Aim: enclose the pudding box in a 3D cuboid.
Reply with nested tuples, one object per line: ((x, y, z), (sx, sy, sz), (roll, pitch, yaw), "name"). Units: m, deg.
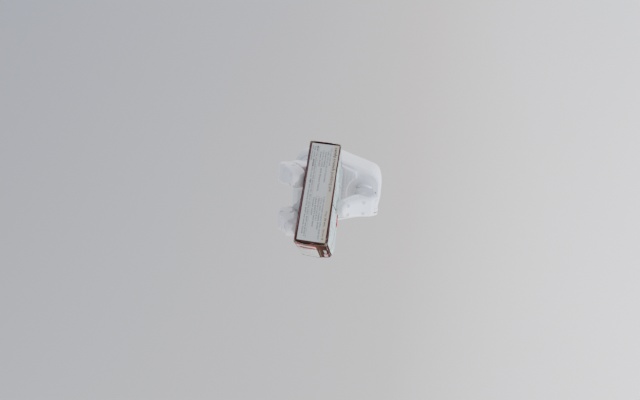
((0.000, 0.002, 0.531), (0.039, 0.113, 0.090), (5, -14, 6), "pudding box")
